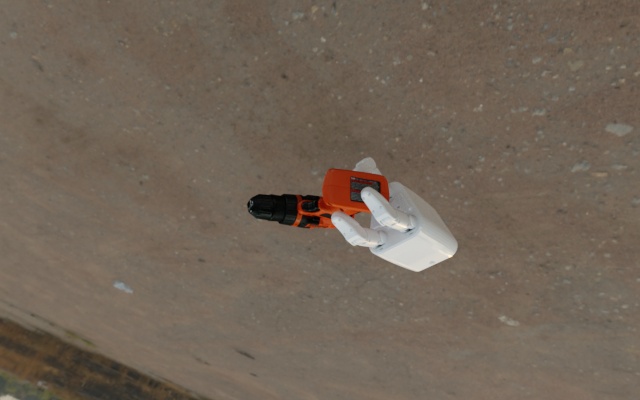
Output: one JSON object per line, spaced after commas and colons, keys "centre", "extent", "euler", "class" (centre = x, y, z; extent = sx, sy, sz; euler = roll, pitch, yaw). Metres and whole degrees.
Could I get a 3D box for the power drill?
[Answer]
{"centre": [0.001, 0.002, 0.723], "extent": [0.184, 0.057, 0.188], "euler": [5, -13, -26], "class": "power drill"}
